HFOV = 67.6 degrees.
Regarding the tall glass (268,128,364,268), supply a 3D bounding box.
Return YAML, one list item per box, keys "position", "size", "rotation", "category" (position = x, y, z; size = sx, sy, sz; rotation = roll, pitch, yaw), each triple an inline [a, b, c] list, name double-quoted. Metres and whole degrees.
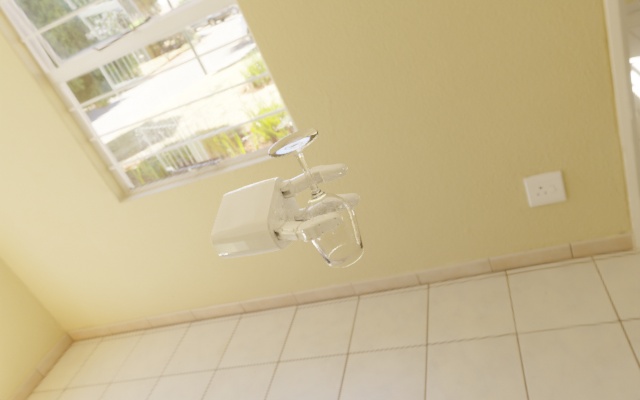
- position: [0.000, 0.002, 0.688]
  size: [0.079, 0.201, 0.079]
  rotation: [-20, 26, 10]
  category: "tall glass"
